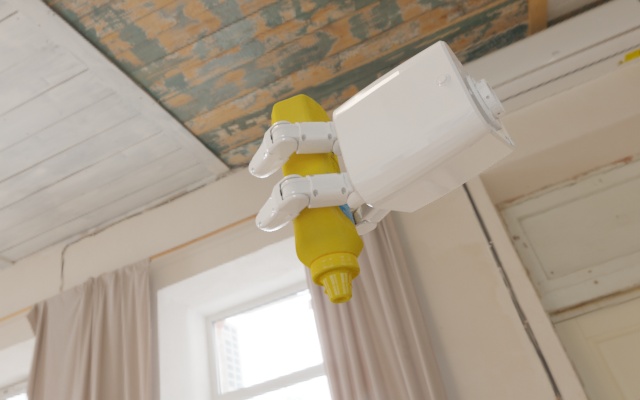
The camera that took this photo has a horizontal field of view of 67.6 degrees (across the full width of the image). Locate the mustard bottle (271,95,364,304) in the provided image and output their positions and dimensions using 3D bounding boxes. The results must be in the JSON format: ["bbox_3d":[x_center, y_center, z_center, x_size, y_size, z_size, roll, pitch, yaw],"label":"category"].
[{"bbox_3d":[0.000,0.001,0.437,0.058,0.191,0.096,-17,-33,7],"label":"mustard bottle"}]
